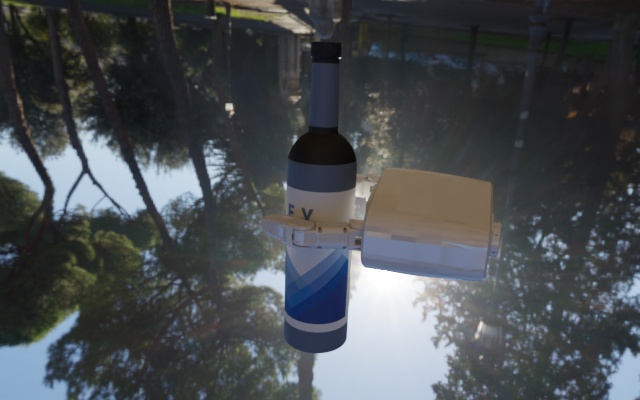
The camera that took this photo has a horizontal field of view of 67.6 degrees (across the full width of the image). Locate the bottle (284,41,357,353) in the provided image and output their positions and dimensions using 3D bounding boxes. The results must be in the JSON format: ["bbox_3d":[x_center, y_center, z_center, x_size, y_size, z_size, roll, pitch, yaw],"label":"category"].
[{"bbox_3d":[0.000,0.002,0.463,0.069,0.296,0.069,2,16,-1],"label":"bottle"}]
